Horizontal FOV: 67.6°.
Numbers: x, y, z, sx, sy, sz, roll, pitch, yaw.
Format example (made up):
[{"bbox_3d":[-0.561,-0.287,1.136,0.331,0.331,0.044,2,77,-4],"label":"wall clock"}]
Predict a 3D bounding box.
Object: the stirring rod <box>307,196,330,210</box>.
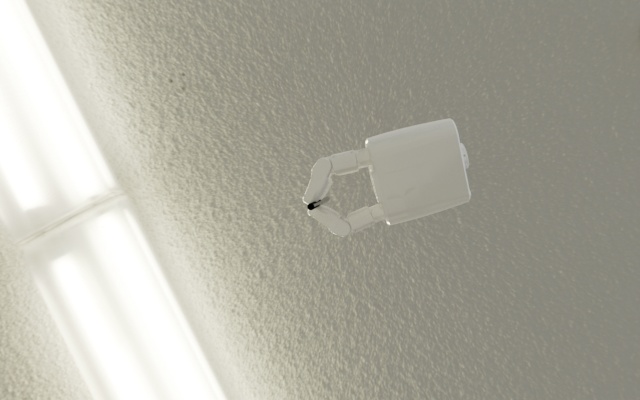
[{"bbox_3d":[0.000,0.002,0.648,0.011,0.011,0.239,0,2,5],"label":"stirring rod"}]
